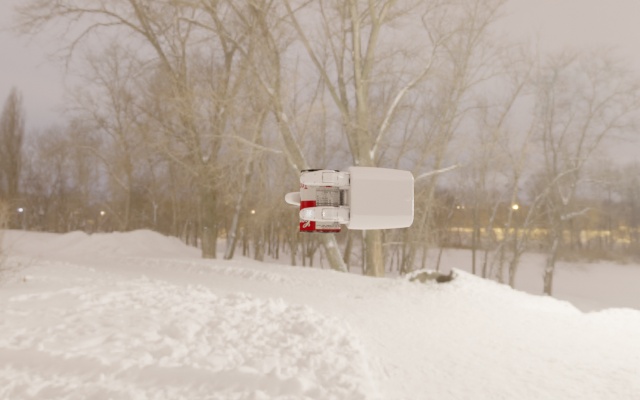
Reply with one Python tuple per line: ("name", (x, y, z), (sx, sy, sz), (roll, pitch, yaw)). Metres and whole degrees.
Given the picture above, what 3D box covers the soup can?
("soup can", (0.000, 0.002, 0.779), (0.068, 0.102, 0.068), (1, -2, 0))
